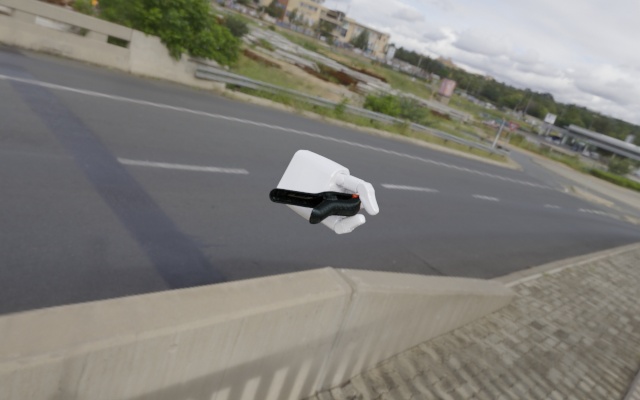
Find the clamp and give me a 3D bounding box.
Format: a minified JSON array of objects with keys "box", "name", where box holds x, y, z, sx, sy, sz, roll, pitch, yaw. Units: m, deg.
[{"box":[0.000,0.002,0.814,0.120,0.039,0.171,30,20,33],"name":"clamp"}]
